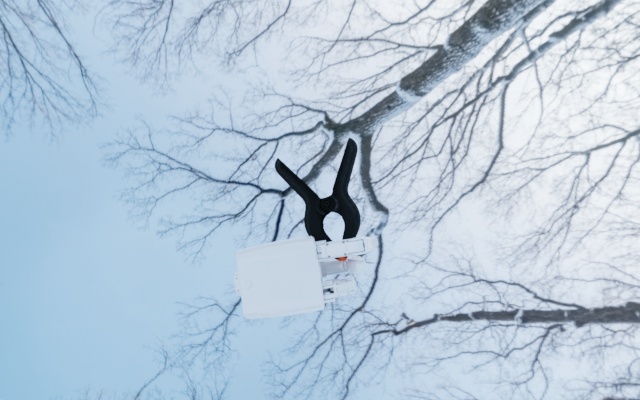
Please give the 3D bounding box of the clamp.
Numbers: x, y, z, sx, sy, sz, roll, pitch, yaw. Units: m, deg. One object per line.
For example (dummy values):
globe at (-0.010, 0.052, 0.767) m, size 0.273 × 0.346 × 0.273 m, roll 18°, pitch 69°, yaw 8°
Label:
clamp at (0.000, 0.002, 0.673) m, size 0.120 × 0.171 × 0.039 m, roll -7°, pitch -8°, yaw 13°
